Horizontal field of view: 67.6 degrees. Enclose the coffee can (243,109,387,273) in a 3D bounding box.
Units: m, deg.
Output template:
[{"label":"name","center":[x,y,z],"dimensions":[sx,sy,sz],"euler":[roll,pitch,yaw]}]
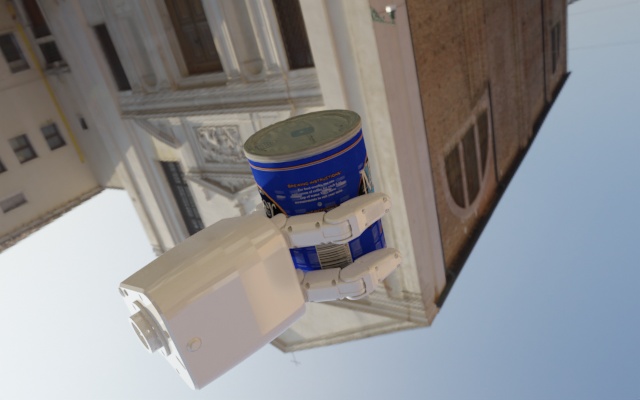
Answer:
[{"label":"coffee can","center":[0.000,0.001,0.433],"dimensions":[0.103,0.140,0.102],"euler":[-12,25,6]}]
